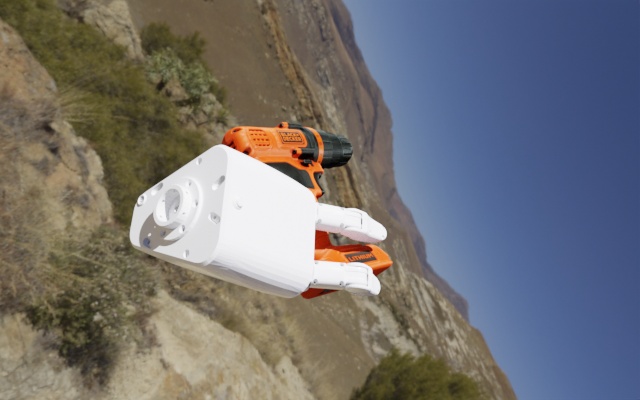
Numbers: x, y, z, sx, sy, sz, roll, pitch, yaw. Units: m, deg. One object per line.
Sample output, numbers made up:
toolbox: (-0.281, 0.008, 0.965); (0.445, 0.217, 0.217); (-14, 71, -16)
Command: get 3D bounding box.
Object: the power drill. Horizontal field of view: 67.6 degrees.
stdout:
power drill: (0.000, 0.002, 0.511); (0.184, 0.187, 0.057); (-7, -28, -46)
